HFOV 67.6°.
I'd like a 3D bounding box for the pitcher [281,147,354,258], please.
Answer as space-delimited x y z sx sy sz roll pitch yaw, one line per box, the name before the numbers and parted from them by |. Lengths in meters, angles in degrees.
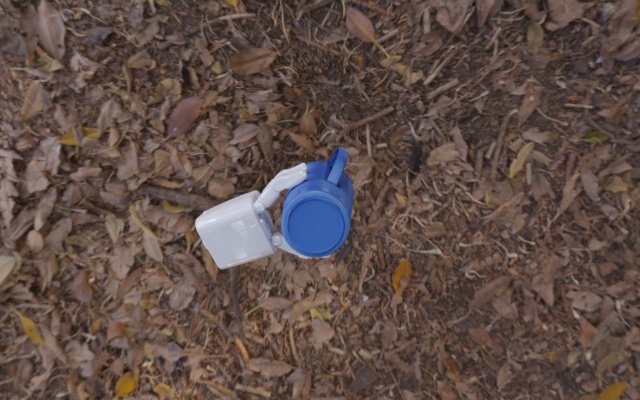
pitcher | 0.000 0.003 0.840 0.145 0.149 0.242 -18 11 5
